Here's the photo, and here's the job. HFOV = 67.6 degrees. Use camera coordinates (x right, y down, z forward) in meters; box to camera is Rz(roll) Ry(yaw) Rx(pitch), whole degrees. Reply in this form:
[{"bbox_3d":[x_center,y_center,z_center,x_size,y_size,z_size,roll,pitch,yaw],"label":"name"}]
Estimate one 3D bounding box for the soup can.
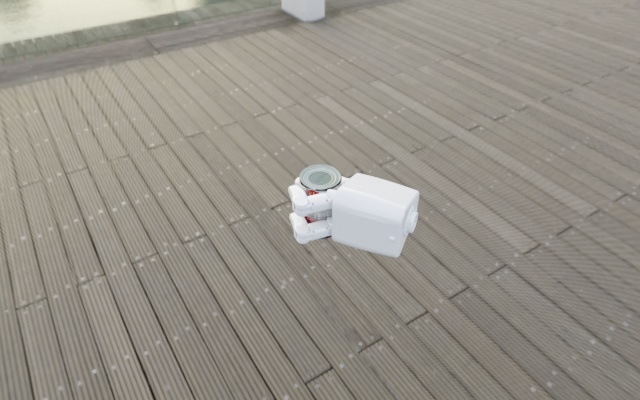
[{"bbox_3d":[0.000,0.002,0.764,0.068,0.102,0.068,0,39,0],"label":"soup can"}]
